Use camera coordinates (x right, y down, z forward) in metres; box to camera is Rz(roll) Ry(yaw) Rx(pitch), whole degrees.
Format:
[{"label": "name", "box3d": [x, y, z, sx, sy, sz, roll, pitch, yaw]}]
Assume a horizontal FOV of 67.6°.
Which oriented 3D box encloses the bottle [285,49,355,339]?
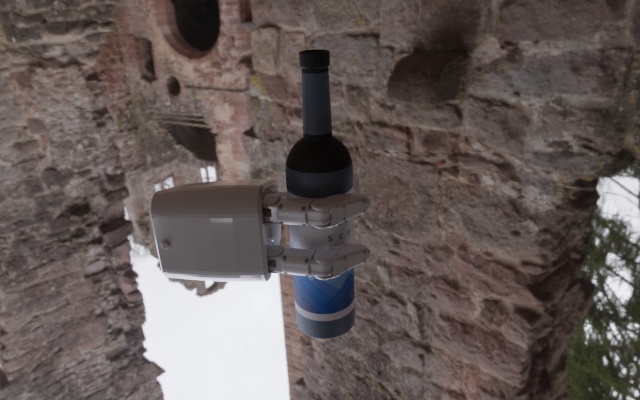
[{"label": "bottle", "box3d": [0.000, 0.002, 0.484, 0.069, 0.296, 0.069, -2, 24, 1]}]
